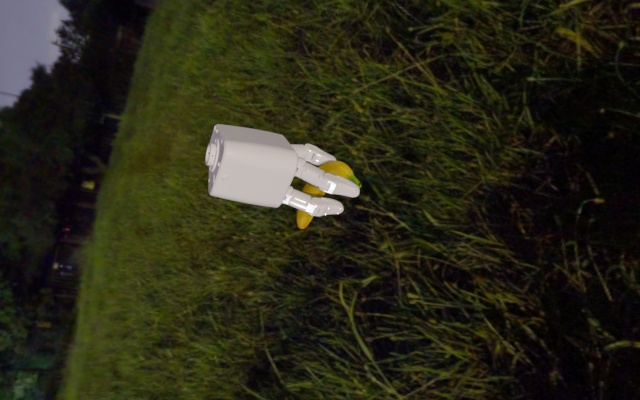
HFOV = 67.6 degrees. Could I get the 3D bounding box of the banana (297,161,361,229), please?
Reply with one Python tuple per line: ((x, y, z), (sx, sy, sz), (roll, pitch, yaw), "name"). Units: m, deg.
((0.000, -0.016, 0.788), (0.037, 0.069, 0.198), (6, -25, -26), "banana")
